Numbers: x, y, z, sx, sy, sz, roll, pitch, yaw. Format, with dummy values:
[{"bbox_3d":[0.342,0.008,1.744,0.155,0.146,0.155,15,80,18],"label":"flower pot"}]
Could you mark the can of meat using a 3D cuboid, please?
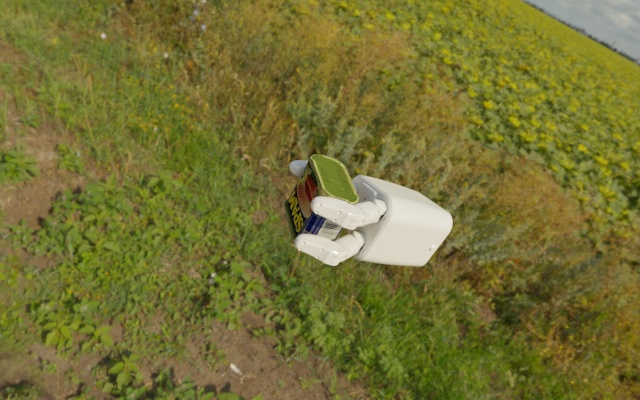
[{"bbox_3d":[0.000,0.002,0.606,0.057,0.084,0.102,14,33,-25],"label":"can of meat"}]
